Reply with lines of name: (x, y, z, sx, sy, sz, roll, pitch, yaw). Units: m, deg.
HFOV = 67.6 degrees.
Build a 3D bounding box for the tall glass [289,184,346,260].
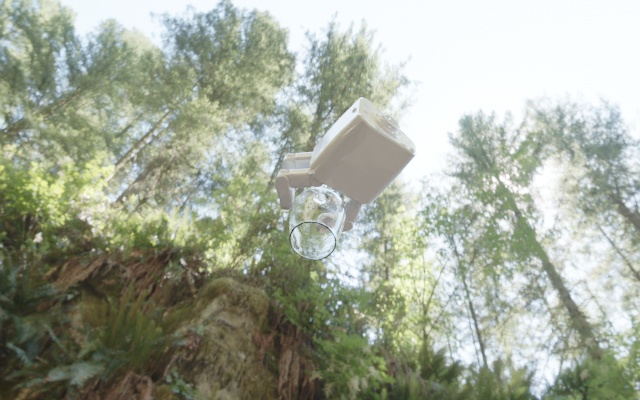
tall glass: (0.000, 0.002, 0.702, 0.079, 0.079, 0.201, 0, 31, 7)
